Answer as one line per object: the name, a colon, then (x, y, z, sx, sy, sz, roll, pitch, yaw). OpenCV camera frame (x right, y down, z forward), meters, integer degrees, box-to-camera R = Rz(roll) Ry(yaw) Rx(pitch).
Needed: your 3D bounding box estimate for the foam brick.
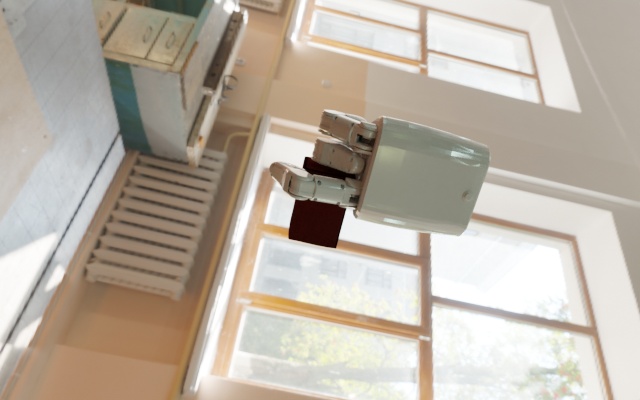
foam brick: (0.000, 0.002, 0.487, 0.051, 0.078, 0.053, 12, 18, -5)
